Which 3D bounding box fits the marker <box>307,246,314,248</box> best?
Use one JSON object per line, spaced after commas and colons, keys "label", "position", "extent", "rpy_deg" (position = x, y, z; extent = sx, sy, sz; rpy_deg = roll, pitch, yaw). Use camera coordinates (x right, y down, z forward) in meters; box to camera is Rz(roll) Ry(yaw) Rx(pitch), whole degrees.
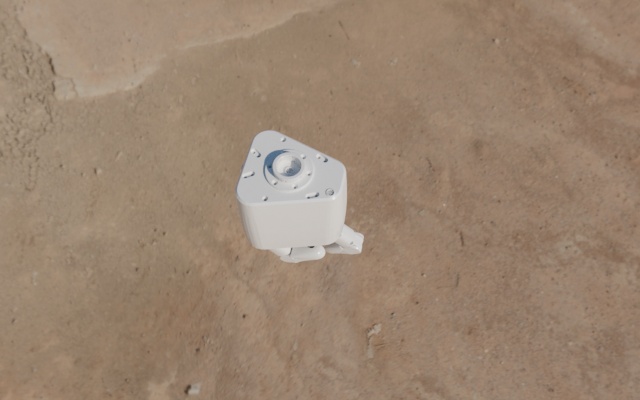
{"label": "marker", "position": [0.000, 0.002, 0.589], "extent": [0.020, 0.121, 0.020], "rpy_deg": [11, -27, 5]}
